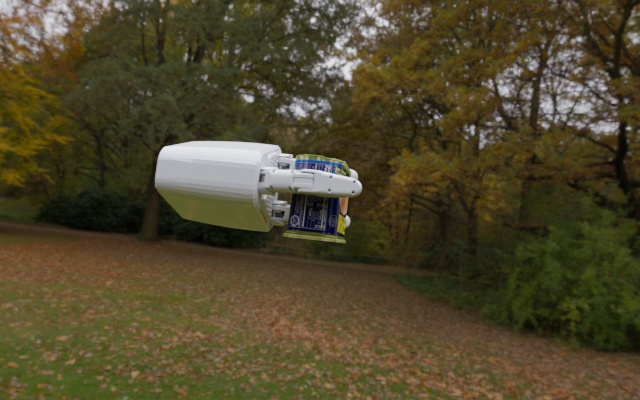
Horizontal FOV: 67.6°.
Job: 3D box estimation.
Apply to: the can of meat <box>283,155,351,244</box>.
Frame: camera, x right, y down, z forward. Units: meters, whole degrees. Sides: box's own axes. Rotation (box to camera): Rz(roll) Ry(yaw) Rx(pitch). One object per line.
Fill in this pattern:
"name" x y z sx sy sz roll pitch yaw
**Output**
"can of meat" 0.000 0.001 0.512 0.057 0.084 0.102 6 -5 9
